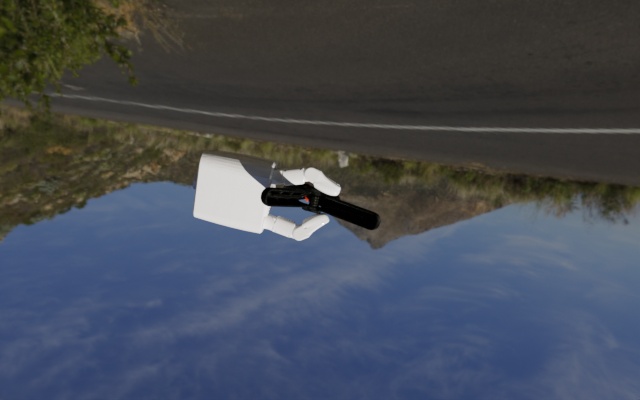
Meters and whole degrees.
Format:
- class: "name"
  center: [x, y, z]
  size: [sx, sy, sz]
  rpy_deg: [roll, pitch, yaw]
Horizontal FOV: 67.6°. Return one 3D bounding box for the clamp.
- class: "clamp"
  center: [0.000, 0.003, 0.721]
  size: [0.164, 0.036, 0.210]
  rpy_deg: [15, 6, -3]
